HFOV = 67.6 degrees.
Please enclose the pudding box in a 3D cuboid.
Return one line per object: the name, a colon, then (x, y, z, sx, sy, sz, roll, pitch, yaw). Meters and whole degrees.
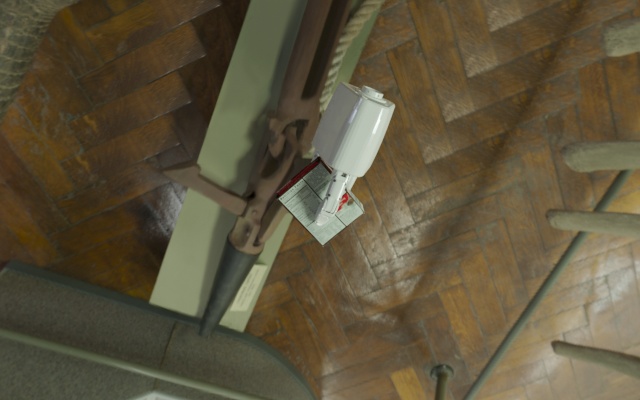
pudding box: (0.000, 0.002, 0.738, 0.090, 0.113, 0.039, -39, 17, 10)
